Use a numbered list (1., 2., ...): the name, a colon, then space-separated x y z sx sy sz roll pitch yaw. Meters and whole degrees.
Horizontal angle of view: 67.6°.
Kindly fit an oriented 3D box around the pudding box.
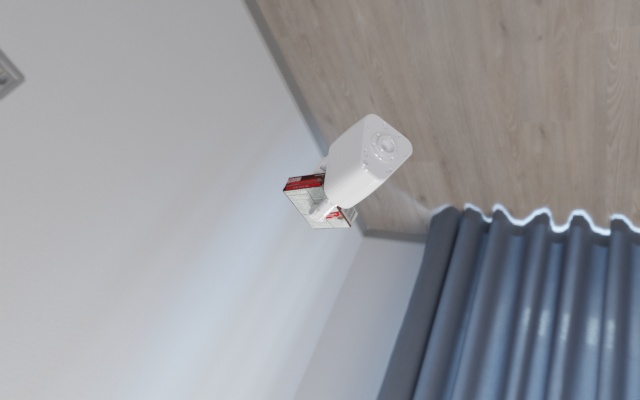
1. pudding box: 0.000 0.003 0.846 0.090 0.039 0.113 -4 -46 37
